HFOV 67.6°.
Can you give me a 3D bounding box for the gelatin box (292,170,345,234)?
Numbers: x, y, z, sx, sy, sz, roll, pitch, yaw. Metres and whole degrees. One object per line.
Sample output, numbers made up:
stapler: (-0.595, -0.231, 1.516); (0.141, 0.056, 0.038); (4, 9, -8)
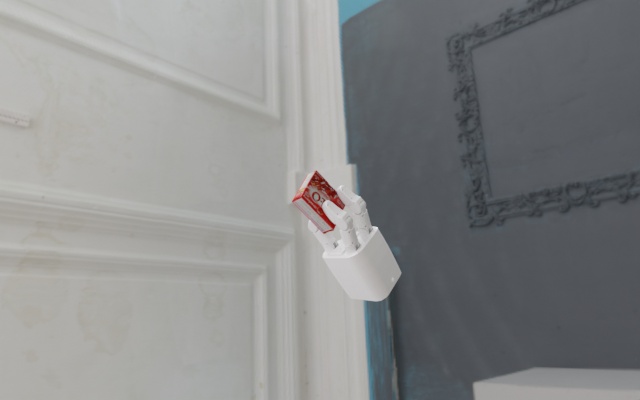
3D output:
gelatin box: (0.000, 0.003, 0.847); (0.030, 0.089, 0.073); (-25, 27, 43)
